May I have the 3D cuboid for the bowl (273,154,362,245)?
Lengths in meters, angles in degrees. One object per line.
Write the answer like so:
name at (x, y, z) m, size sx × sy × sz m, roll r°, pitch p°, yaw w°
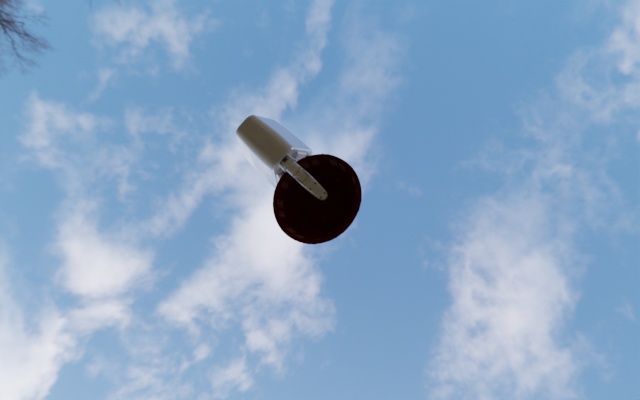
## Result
bowl at (0.001, 0.004, 0.838) m, size 0.162 × 0.162 × 0.055 m, roll 0°, pitch -17°, yaw 20°
